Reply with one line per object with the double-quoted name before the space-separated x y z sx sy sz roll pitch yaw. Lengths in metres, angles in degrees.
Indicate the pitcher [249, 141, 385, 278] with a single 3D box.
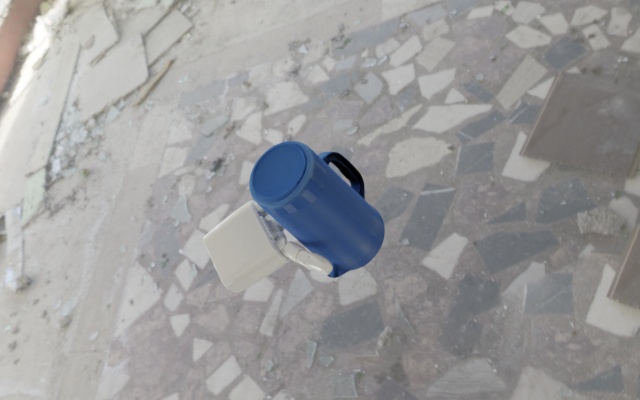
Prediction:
"pitcher" 0.000 0.003 0.756 0.145 0.149 0.243 -36 -39 9
